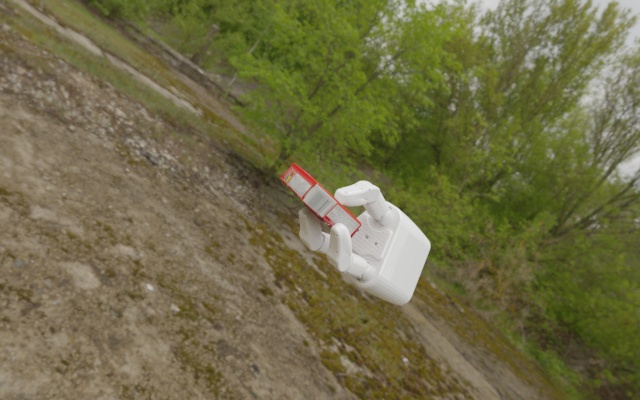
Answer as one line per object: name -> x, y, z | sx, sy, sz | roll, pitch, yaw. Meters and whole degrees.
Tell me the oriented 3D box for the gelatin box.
gelatin box -> 0.000, 0.001, 0.571 | 0.089, 0.030, 0.073 | 42, 1, -33
